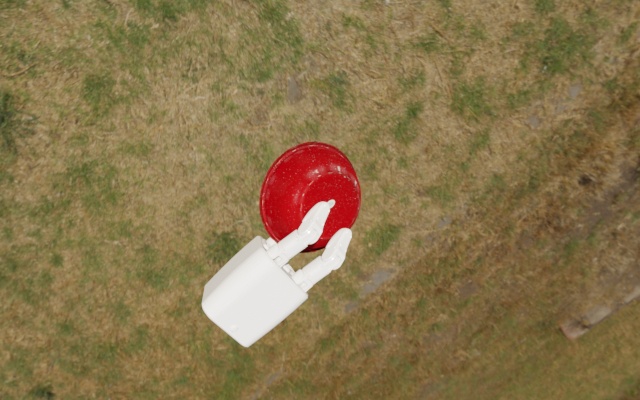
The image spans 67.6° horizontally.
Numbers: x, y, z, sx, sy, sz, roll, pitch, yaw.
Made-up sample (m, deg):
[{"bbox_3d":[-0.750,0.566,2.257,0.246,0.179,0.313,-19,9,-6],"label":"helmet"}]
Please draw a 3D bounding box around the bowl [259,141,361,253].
[{"bbox_3d":[0.001,0.001,0.658,0.162,0.162,0.055,0,12,-31],"label":"bowl"}]
